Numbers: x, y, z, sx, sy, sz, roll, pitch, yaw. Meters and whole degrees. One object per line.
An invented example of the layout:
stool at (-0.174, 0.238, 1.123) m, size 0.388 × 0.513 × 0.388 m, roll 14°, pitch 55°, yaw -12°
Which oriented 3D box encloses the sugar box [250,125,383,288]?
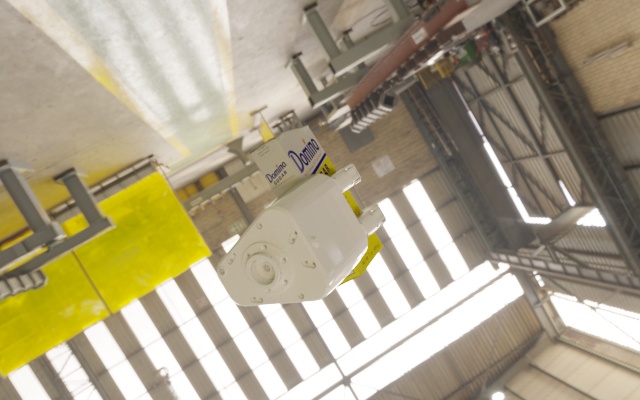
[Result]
sugar box at (0.001, 0.002, 0.550) m, size 0.048 × 0.176 × 0.093 m, roll -28°, pitch 4°, yaw 27°
